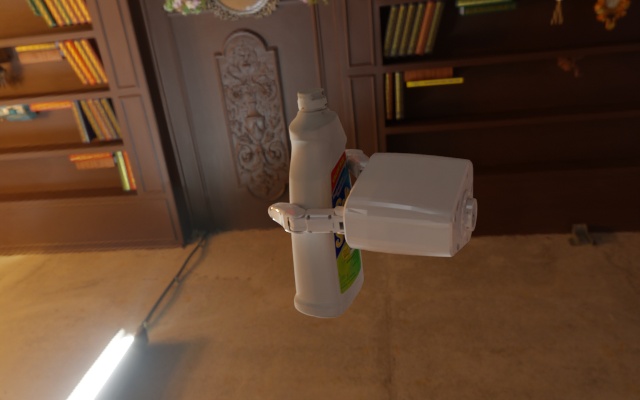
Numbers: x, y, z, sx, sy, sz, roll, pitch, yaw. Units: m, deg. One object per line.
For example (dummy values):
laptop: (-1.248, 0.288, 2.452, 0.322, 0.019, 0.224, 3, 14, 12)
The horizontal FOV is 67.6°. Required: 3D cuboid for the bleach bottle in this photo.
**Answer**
bleach bottle: (0.000, 0.002, 0.548, 0.068, 0.251, 0.102, 5, 25, 27)
